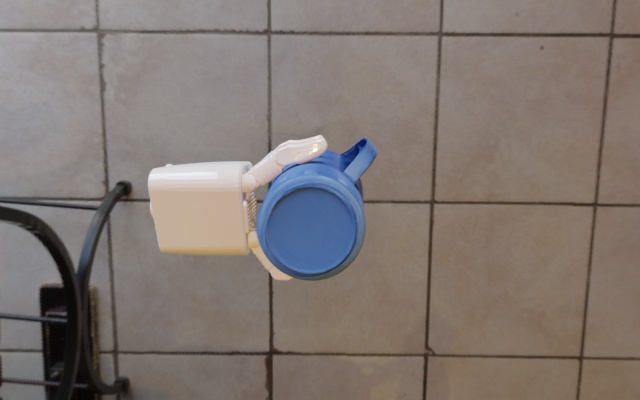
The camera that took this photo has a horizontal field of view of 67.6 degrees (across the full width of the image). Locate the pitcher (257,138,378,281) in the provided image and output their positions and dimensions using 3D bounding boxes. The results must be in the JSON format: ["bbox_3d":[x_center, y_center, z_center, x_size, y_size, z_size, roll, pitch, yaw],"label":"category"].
[{"bbox_3d":[0.000,0.002,0.578,0.145,0.149,0.243,0,9,1],"label":"pitcher"}]
